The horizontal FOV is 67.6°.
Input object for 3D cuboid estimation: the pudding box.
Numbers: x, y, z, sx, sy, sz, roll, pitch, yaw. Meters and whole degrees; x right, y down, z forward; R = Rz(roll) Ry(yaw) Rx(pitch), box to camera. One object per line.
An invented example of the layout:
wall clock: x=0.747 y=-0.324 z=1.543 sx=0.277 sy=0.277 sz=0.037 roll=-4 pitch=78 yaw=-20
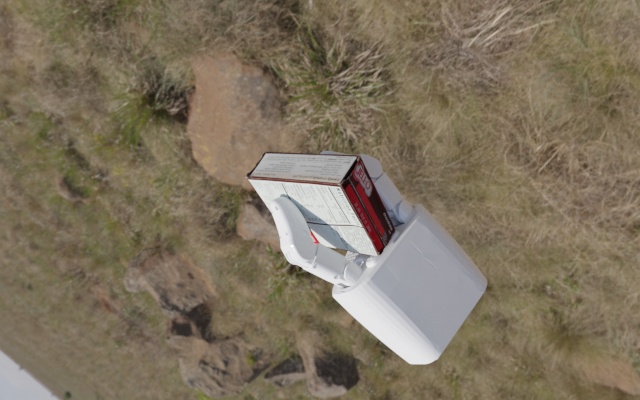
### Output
pudding box: x=0.000 y=0.002 z=0.426 sx=0.113 sy=0.039 sz=0.090 roll=5 pitch=-42 yaw=38
